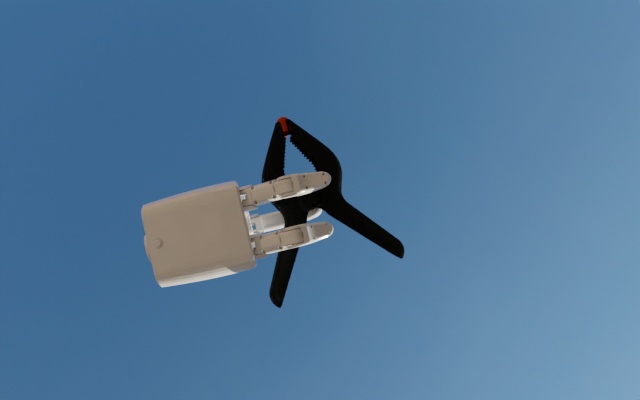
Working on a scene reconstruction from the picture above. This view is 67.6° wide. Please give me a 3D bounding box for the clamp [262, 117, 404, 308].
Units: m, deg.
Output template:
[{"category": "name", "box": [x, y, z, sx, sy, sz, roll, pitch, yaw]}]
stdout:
[{"category": "clamp", "box": [0.000, 0.001, 0.556, 0.164, 0.210, 0.036, -13, -5, -10]}]
